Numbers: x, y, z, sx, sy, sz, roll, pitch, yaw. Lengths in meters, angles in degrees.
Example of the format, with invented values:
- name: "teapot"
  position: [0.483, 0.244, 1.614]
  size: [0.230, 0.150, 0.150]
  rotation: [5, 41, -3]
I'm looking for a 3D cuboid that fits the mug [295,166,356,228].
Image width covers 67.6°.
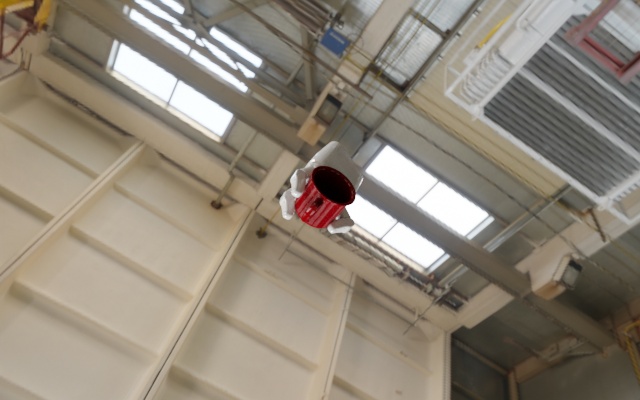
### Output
- name: "mug"
  position: [0.000, 0.004, 0.864]
  size: [0.081, 0.093, 0.117]
  rotation: [-51, 0, 37]
